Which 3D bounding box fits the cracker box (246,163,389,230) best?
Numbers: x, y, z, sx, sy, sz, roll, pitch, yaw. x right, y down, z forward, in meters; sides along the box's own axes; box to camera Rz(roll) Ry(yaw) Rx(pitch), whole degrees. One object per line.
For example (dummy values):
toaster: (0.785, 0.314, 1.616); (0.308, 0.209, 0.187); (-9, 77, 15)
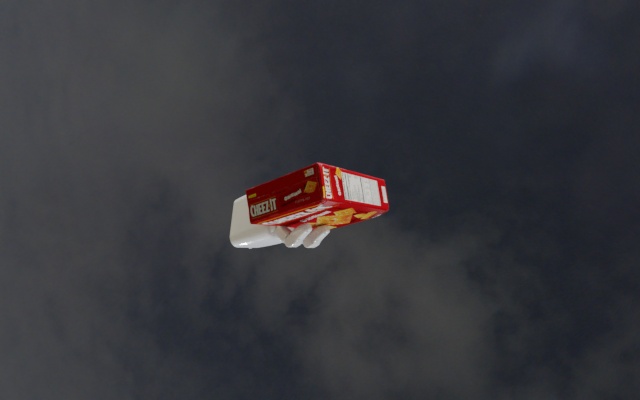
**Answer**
cracker box: (0.000, 0.003, 0.862); (0.164, 0.072, 0.214); (-19, -16, 34)
